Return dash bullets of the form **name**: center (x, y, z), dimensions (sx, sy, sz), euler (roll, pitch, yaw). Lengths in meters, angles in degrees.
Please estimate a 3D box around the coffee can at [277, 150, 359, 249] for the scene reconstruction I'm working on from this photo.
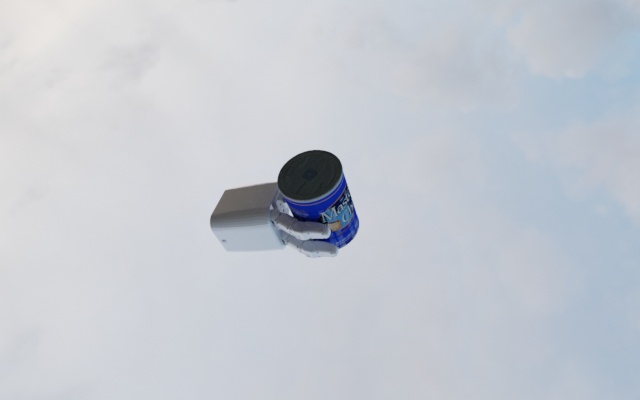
- **coffee can**: center (0.000, 0.002, 0.773), dimensions (0.103, 0.102, 0.140), euler (0, -38, 18)
